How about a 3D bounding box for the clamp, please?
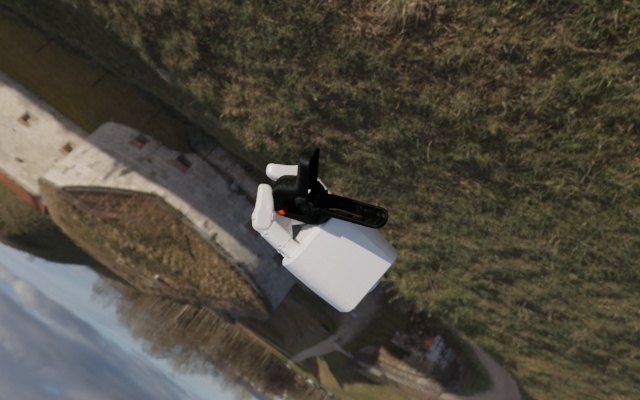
[{"bbox_3d":[0.000,0.002,0.556,0.120,0.039,0.171,43,-23,-9],"label":"clamp"}]
